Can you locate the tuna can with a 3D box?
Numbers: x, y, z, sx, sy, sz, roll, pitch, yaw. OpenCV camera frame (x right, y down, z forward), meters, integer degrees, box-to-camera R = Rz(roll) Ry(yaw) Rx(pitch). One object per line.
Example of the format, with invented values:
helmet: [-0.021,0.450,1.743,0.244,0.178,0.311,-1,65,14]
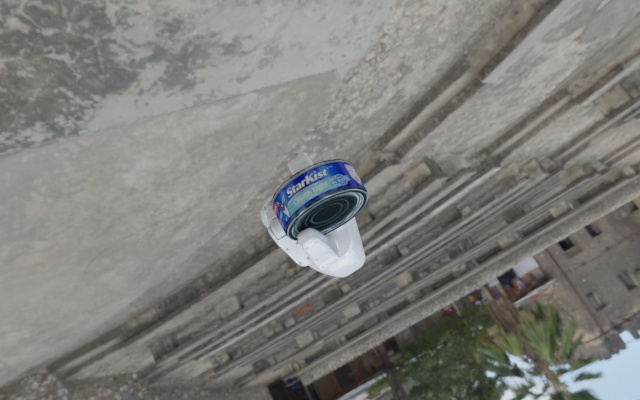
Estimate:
tuna can: [0.000,0.002,0.441,0.086,0.033,0.086,-24,-24,-11]
